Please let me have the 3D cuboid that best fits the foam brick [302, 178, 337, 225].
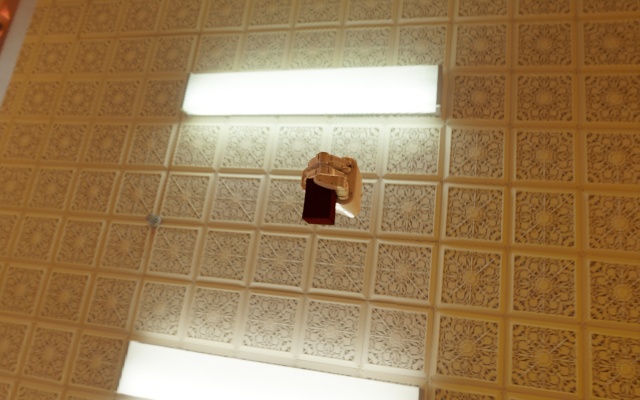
[{"bbox_3d":[0.000,0.003,0.880,0.053,0.078,0.051,2,-17,13],"label":"foam brick"}]
